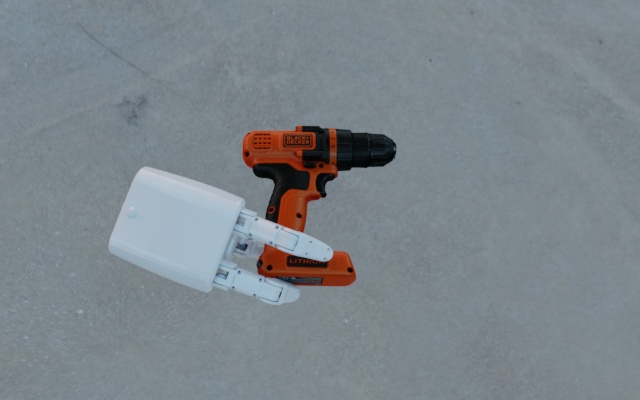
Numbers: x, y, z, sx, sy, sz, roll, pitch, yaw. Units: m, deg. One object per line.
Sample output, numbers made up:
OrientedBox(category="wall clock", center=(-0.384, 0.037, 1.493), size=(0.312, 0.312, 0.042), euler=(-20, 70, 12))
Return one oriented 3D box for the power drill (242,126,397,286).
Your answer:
OrientedBox(category="power drill", center=(0.000, 0.002, 0.547), size=(0.184, 0.187, 0.057), euler=(0, -24, -1))
